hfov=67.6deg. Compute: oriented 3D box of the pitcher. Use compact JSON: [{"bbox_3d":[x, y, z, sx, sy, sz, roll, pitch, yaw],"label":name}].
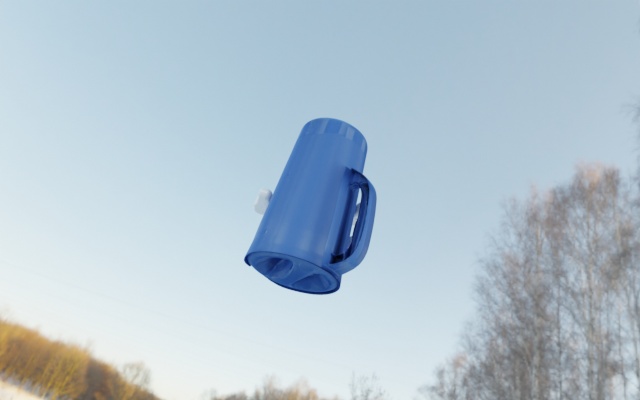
[{"bbox_3d":[0.000,0.002,0.682,0.149,0.242,0.145,17,-28,0],"label":"pitcher"}]
